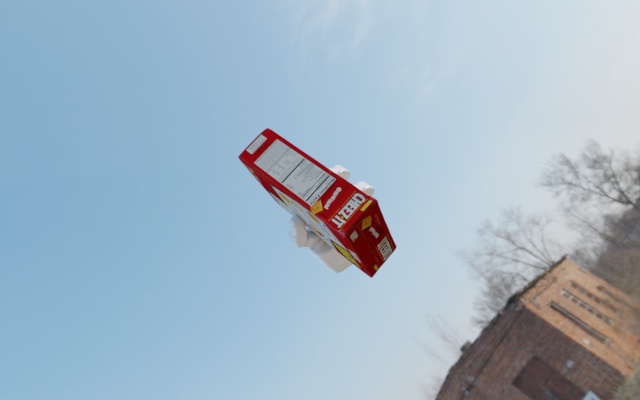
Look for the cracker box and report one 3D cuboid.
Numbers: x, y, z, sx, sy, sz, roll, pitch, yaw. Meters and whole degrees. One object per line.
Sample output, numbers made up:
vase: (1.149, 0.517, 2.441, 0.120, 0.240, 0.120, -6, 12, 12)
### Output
cracker box: (0.000, 0.002, 0.697, 0.213, 0.072, 0.164, 36, -11, 30)
